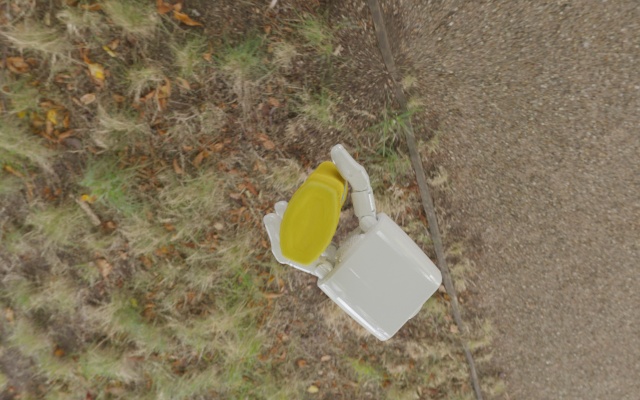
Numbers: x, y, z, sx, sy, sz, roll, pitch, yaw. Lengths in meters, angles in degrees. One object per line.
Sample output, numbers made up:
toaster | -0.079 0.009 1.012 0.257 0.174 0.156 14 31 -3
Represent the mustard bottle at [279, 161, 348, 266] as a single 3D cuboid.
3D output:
mustard bottle | 0.000 0.002 0.586 0.058 0.096 0.191 20 16 3
